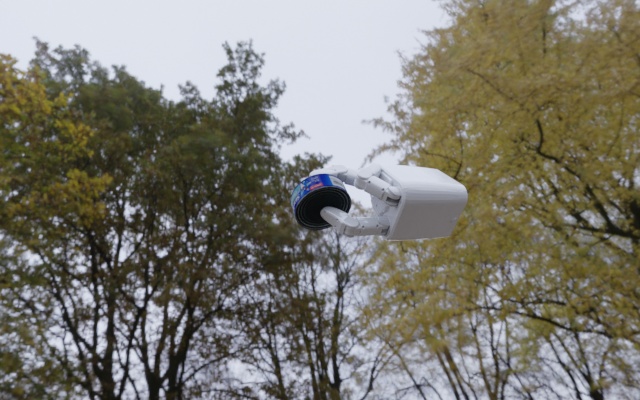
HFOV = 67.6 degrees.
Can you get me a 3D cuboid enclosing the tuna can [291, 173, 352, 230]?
[{"bbox_3d":[0.000,0.002,0.703,0.086,0.086,0.033,0,42,-22],"label":"tuna can"}]
